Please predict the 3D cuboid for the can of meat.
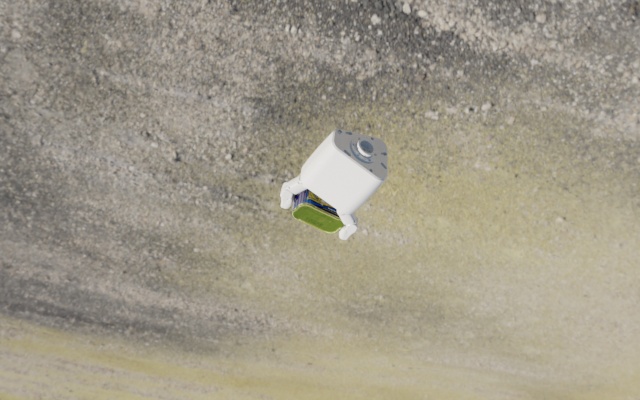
[{"bbox_3d":[0.000,0.003,0.871,0.102,0.084,0.057,26,-43,-22],"label":"can of meat"}]
